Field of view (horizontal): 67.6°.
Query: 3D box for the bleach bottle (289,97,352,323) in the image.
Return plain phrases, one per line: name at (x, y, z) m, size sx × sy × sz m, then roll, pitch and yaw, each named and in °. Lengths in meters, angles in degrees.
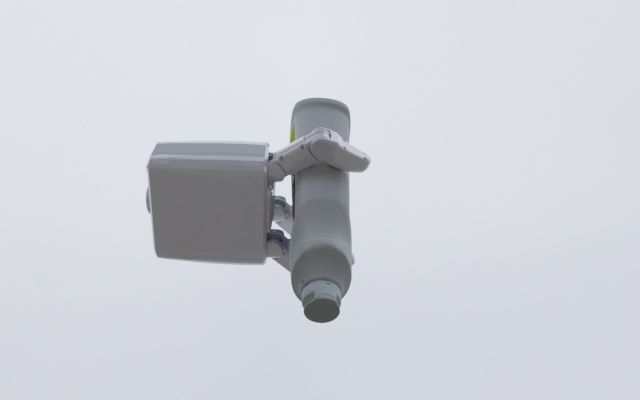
bleach bottle at (0.000, 0.002, 0.456) m, size 0.068 × 0.103 × 0.250 m, roll 3°, pitch 37°, yaw -3°
